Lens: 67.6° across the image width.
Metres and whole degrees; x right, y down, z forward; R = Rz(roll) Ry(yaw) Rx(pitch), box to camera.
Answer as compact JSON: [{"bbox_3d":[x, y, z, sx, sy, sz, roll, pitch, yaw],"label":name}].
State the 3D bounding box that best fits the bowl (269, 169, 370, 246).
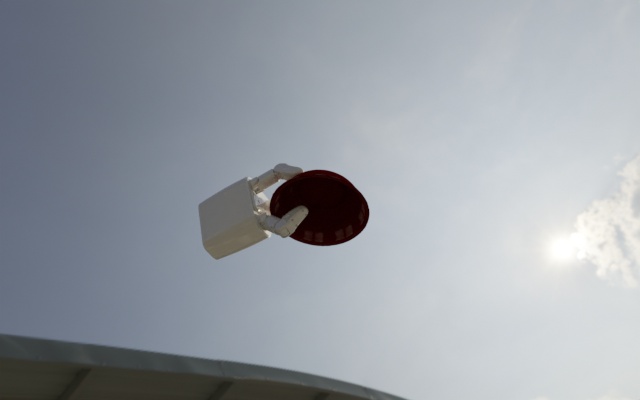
[{"bbox_3d":[0.001,0.002,0.786,0.162,0.162,0.055,0,43,7],"label":"bowl"}]
